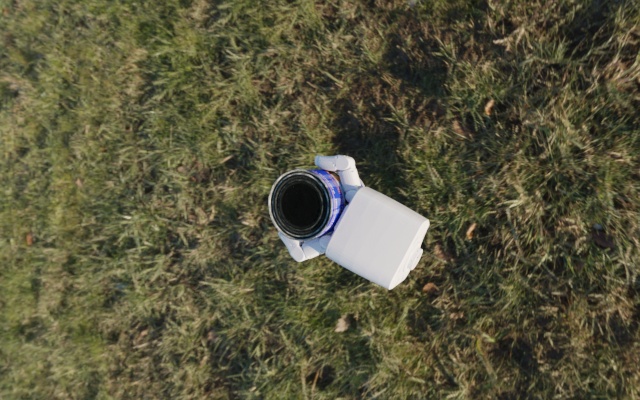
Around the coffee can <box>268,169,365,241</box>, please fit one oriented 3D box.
[{"bbox_3d":[0.000,0.002,0.731,0.103,0.103,0.140,0,4,26],"label":"coffee can"}]
